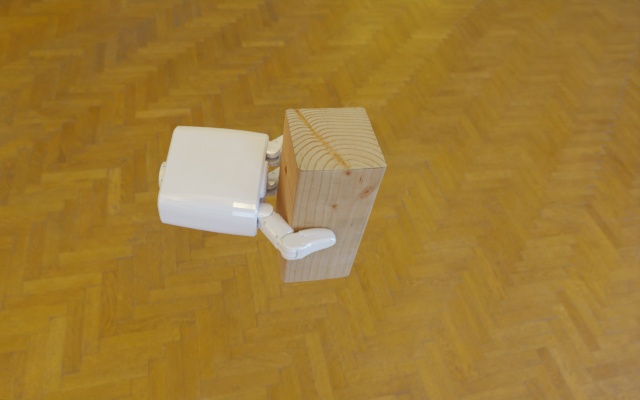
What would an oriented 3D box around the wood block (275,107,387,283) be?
[{"bbox_3d":[0.000,0.002,0.556,0.090,0.090,0.206,-4,-39,-13],"label":"wood block"}]
